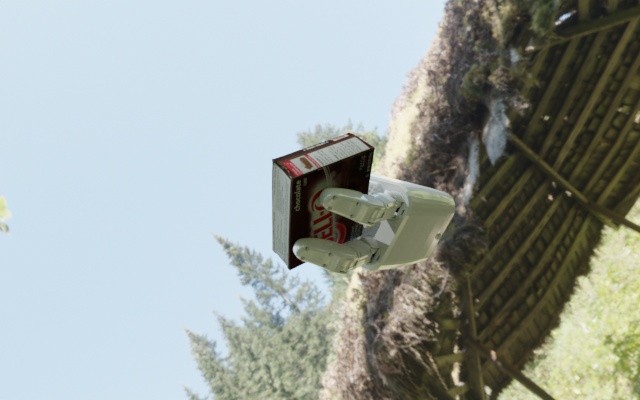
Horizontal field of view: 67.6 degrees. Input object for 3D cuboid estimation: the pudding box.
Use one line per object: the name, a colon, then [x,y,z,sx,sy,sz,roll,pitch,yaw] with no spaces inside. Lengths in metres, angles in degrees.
pudding box: [0.000,0.001,0.448,0.090,0.114,0.039,-24,45,-29]
